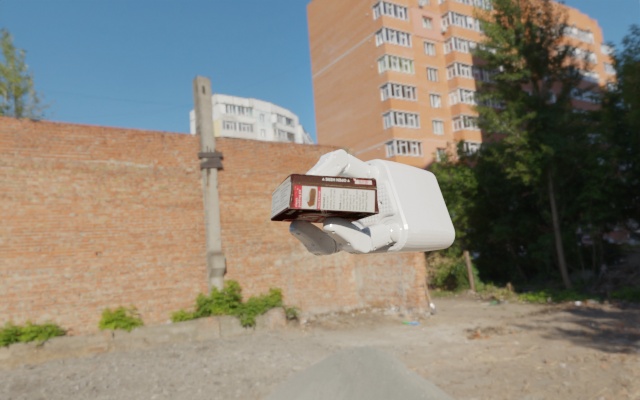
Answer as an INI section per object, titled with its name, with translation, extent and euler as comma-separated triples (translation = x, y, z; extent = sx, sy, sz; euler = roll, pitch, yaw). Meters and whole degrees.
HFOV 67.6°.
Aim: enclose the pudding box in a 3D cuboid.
[pudding box]
translation = 0.000, 0.001, 0.499
extent = 0.090, 0.039, 0.113
euler = 2, -11, -14
